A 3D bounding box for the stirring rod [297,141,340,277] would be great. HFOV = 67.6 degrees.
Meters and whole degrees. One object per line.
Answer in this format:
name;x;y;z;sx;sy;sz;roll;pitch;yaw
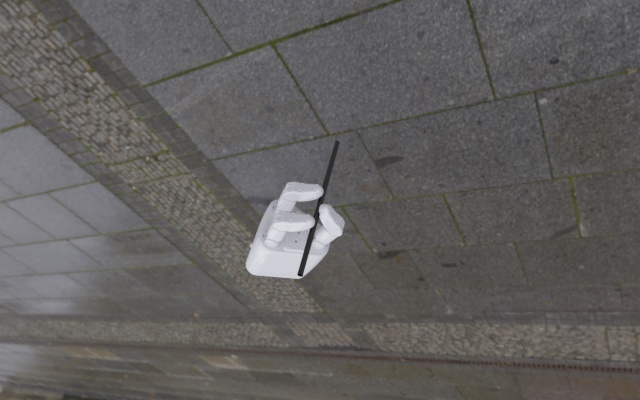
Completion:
stirring rod;0.000;0.002;0.686;0.011;0.239;0.011;10;-36;8
